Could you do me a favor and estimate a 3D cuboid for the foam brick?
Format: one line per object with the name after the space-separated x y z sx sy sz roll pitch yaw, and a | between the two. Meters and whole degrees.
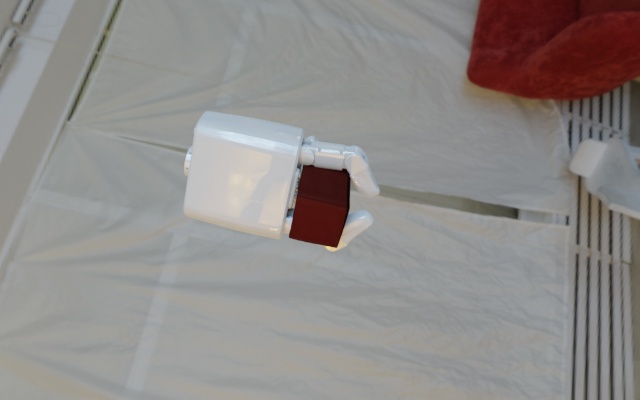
0.000 0.002 0.486 0.051 0.053 0.078 12 32 -3 | foam brick
